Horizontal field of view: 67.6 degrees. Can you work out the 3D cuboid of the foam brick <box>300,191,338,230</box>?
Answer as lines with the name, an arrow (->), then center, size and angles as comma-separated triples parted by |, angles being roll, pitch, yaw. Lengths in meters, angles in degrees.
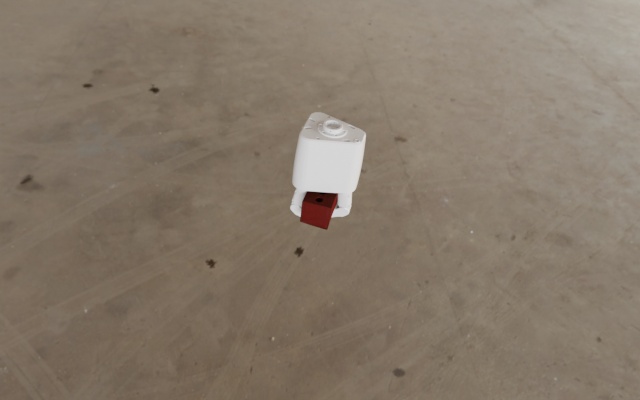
foam brick -> 0.000, 0.003, 0.850 | 0.053, 0.051, 0.078 | 15, 42, 6
